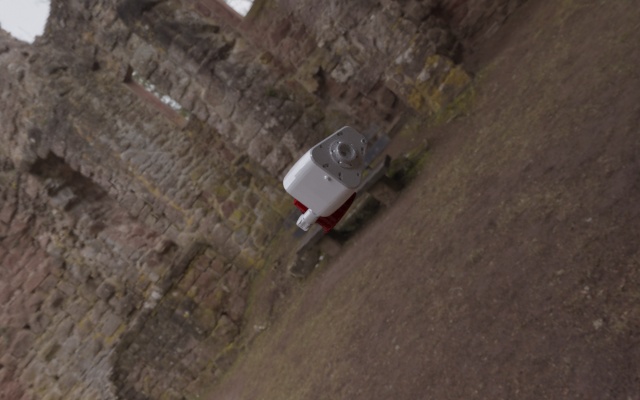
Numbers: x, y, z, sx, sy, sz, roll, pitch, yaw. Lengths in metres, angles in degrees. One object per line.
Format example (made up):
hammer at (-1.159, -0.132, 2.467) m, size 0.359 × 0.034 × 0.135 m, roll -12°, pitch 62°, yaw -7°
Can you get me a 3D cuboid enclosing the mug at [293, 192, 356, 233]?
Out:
mug at (-0.001, 0.003, 0.881) m, size 0.081 × 0.093 × 0.117 m, roll 38°, pitch -36°, yaw -6°
